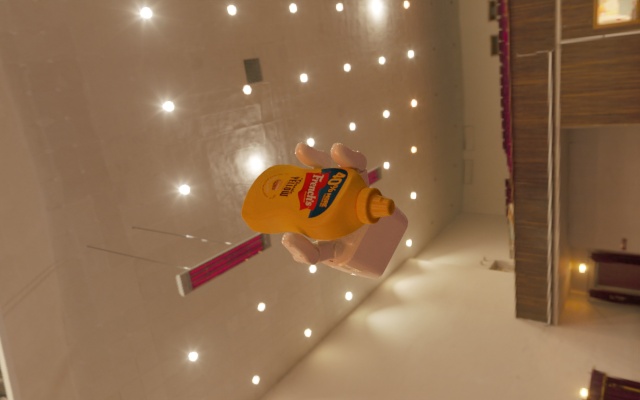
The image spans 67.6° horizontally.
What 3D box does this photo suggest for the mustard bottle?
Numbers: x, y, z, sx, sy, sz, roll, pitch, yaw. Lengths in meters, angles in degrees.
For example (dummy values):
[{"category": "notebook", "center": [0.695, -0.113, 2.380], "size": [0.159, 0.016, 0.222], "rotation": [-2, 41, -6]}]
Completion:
[{"category": "mustard bottle", "center": [0.000, 0.002, 0.573], "size": [0.191, 0.096, 0.058], "rotation": [5, -41, 36]}]
